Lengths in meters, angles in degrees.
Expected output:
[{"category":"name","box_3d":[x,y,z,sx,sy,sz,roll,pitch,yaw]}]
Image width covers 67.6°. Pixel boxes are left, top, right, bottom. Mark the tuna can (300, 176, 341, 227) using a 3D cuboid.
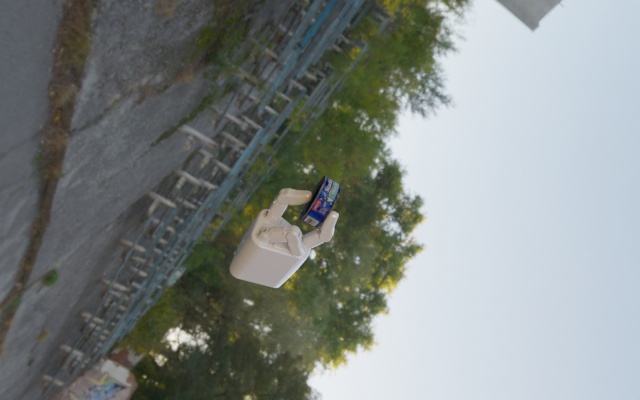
[{"category":"tuna can","box_3d":[0.001,0.003,0.817,0.034,0.086,0.086,30,-5,-8]}]
